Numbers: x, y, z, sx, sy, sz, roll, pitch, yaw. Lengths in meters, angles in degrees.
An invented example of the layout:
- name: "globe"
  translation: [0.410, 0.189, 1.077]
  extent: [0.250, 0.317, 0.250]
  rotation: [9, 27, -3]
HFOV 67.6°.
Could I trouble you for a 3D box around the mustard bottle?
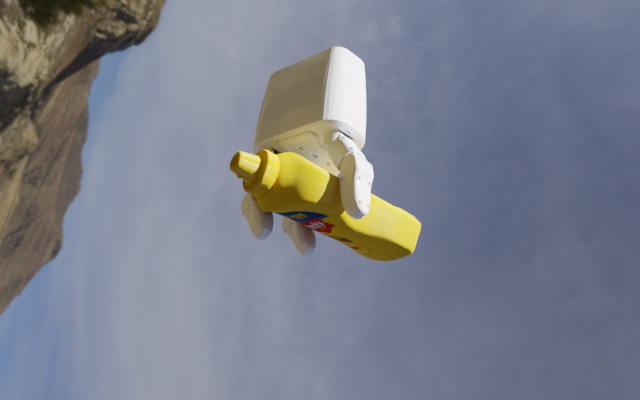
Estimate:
- name: "mustard bottle"
  translation: [0.000, 0.002, 0.455]
  extent: [0.192, 0.058, 0.096]
  rotation: [27, -12, -32]
